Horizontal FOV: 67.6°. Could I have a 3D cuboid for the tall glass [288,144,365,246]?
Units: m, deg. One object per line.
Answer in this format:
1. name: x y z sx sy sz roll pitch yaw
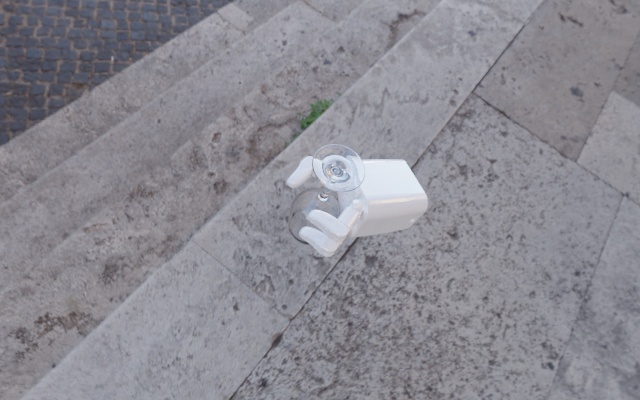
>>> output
1. tall glass: 0.000 0.002 0.719 0.079 0.079 0.201 0 -28 -17
